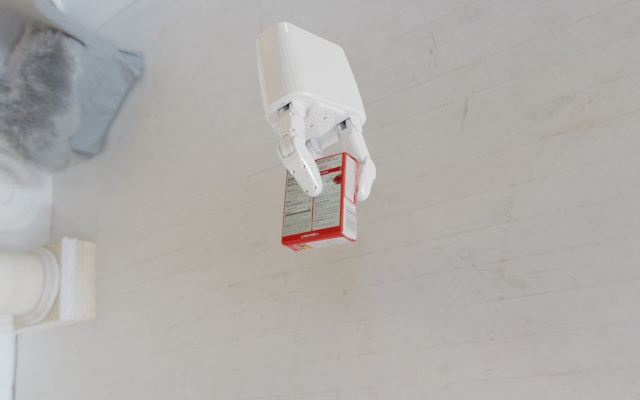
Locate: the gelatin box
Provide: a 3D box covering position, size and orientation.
[{"bbox_3d":[0.000,0.002,0.478,0.073,0.089,0.030,-13,-28,32],"label":"gelatin box"}]
